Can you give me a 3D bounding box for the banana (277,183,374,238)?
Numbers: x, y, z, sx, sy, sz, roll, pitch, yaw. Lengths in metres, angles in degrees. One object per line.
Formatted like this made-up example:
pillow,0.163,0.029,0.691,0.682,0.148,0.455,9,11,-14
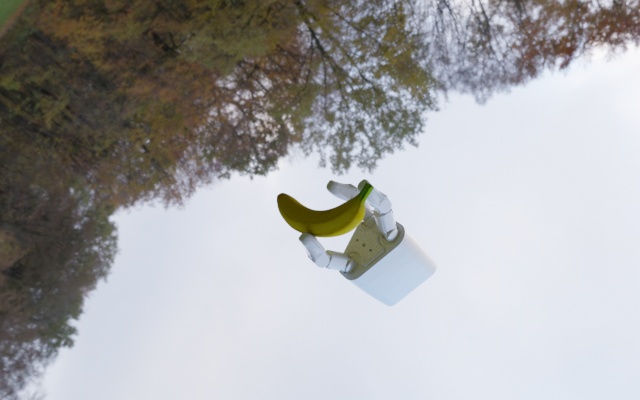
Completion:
banana,-0.004,0.018,0.665,0.198,0.069,0.037,-4,-31,47
